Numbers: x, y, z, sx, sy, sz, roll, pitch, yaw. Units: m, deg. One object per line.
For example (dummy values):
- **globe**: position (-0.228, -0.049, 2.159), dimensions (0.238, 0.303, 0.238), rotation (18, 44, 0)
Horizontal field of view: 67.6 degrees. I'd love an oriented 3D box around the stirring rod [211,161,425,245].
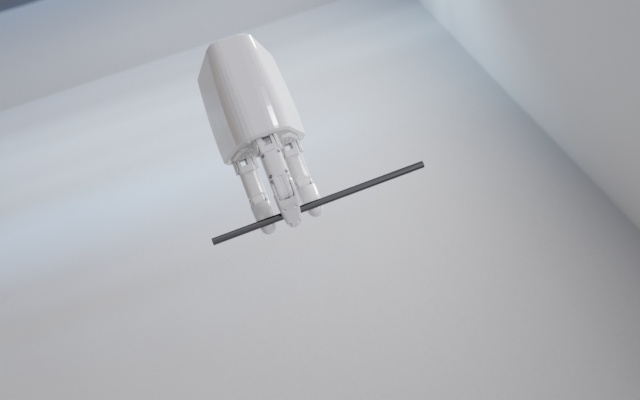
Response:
- **stirring rod**: position (0.000, 0.002, 0.510), dimensions (0.239, 0.011, 0.011), rotation (-20, 2, -6)
